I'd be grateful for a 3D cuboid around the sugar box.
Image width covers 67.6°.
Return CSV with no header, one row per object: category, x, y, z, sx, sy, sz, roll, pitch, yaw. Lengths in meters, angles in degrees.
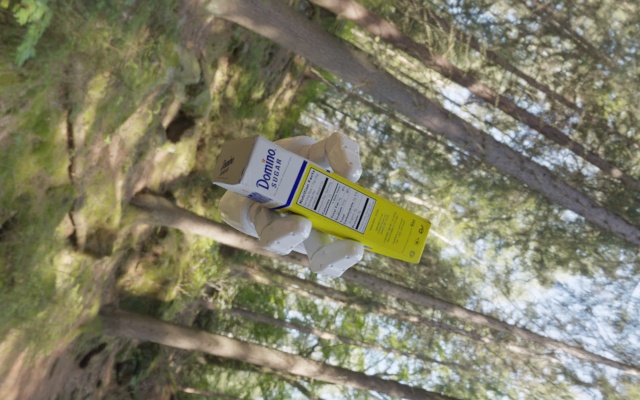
sugar box,0.000,0.002,0.414,0.176,0.048,0.093,22,-7,-25
